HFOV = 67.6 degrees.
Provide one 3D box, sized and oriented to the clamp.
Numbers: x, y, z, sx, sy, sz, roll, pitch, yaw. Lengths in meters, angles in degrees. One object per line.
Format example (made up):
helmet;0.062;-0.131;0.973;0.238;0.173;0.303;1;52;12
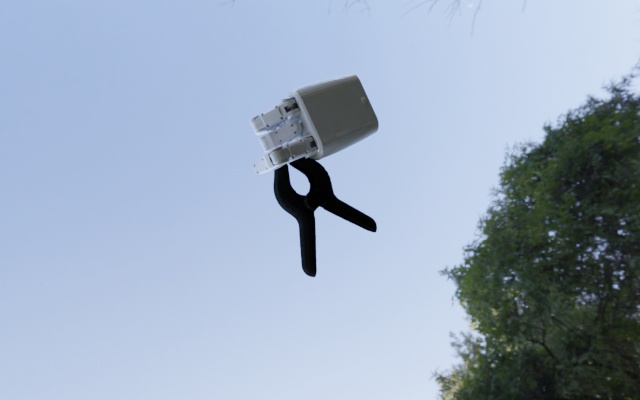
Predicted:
clamp;0.000;0.002;0.638;0.120;0.171;0.039;-25;5;-25
